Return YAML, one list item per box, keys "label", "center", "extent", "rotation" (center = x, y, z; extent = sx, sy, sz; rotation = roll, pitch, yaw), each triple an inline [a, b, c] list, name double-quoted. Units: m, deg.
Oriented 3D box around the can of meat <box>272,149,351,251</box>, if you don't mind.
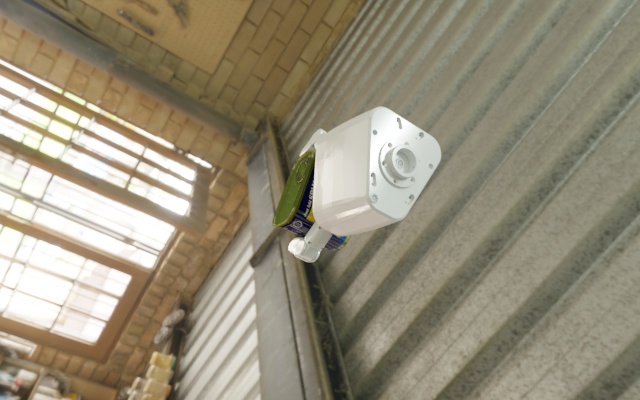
- label: "can of meat"
  center: [0.000, 0.002, 0.591]
  extent: [0.084, 0.102, 0.057]
  rotation: [28, -24, -20]
